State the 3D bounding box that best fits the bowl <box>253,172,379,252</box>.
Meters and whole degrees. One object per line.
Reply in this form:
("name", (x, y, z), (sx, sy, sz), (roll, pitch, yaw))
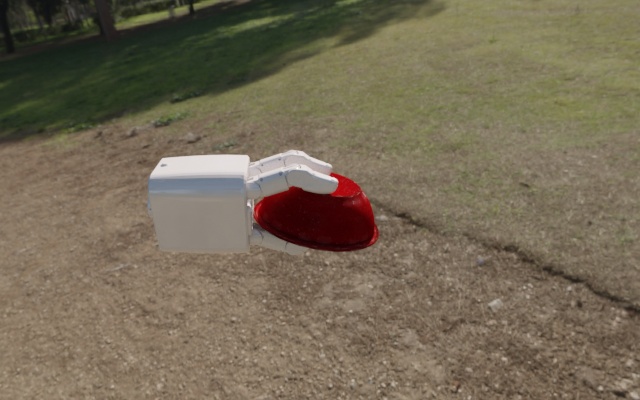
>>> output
("bowl", (0.001, 0.002, 0.594), (0.162, 0.055, 0.162), (11, 21, -4))
